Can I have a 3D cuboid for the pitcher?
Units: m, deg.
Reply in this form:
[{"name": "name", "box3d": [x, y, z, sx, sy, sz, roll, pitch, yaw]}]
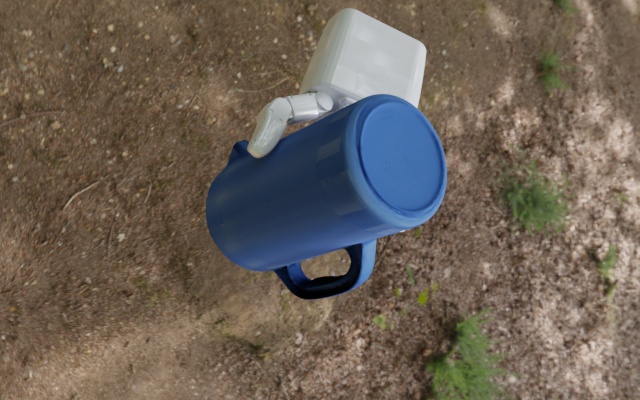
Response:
[{"name": "pitcher", "box3d": [0.000, 0.001, 0.458, 0.149, 0.145, 0.243, 31, -27, -26]}]
